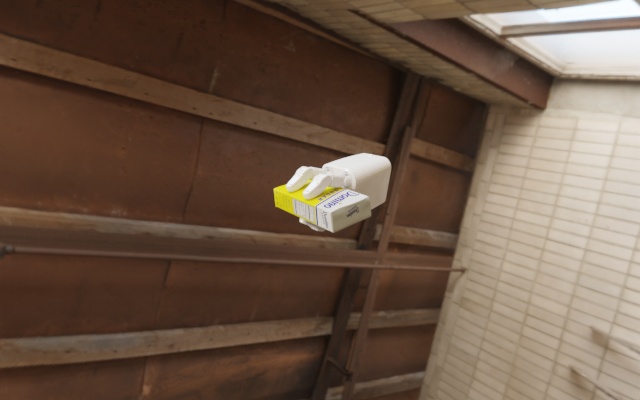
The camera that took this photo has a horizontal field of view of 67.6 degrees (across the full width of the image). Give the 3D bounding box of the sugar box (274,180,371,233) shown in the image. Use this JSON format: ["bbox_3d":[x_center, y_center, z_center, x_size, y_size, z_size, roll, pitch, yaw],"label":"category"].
[{"bbox_3d":[0.000,0.002,0.882,0.093,0.048,0.176,-21,24,-34],"label":"sugar box"}]
